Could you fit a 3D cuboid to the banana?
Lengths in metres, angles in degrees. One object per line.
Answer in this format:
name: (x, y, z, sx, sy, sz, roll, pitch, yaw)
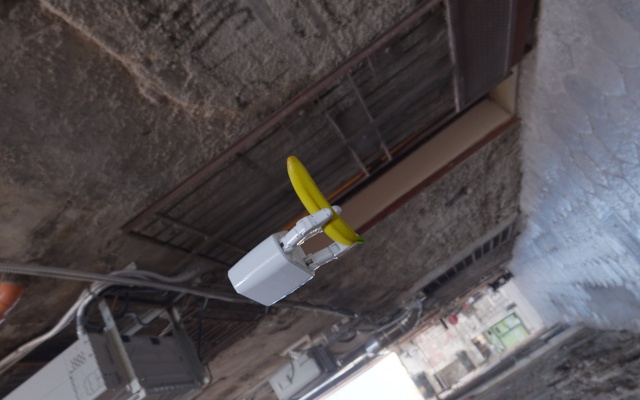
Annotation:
banana: (-0.001, 0.008, 0.811, 0.037, 0.198, 0.069, -38, 2, 13)
